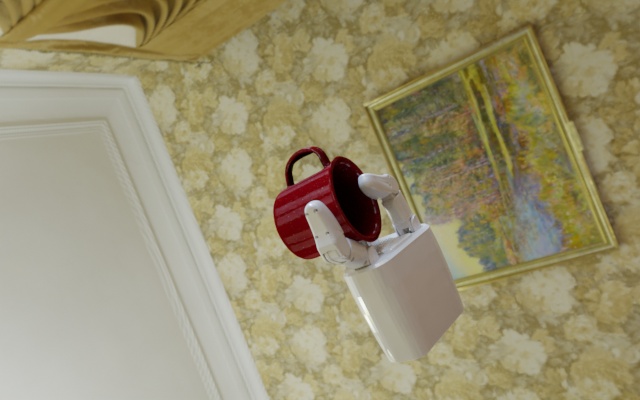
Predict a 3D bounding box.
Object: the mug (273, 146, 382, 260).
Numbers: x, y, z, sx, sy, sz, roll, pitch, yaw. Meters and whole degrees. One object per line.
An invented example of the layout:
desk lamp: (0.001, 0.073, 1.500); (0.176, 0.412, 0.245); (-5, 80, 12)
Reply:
mug: (-0.001, 0.000, 0.499); (0.081, 0.117, 0.093); (-25, 2, 29)
